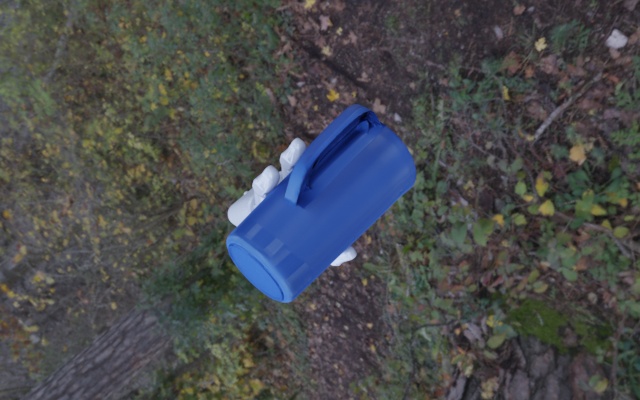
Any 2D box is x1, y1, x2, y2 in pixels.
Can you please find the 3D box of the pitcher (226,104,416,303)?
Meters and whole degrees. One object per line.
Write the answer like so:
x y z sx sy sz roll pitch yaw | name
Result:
0.000 0.002 0.600 0.242 0.149 0.145 -44 15 -26 | pitcher
